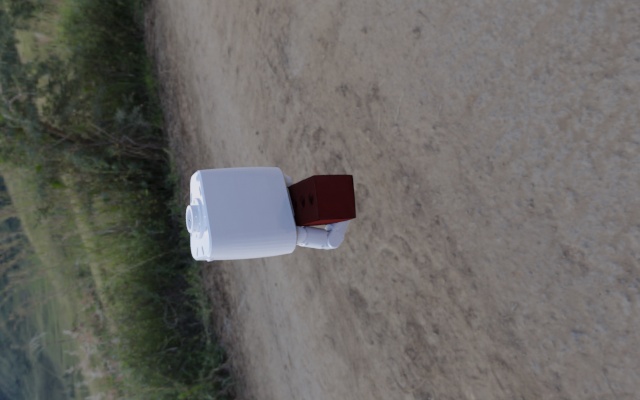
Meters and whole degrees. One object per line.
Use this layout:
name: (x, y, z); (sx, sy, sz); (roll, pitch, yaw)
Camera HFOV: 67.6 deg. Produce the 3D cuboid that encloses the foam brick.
foam brick: (0.000, 0.002, 0.574); (0.051, 0.053, 0.078); (-1, -9, -28)
